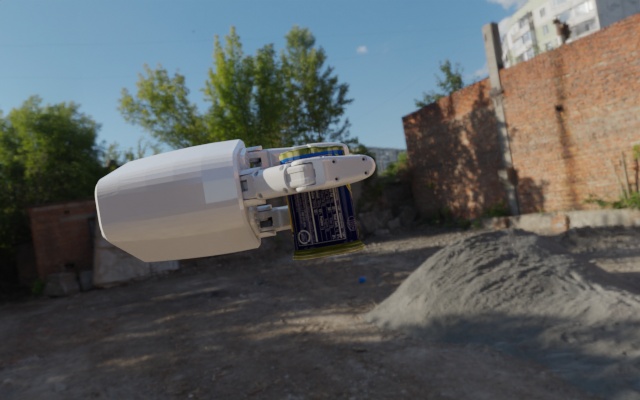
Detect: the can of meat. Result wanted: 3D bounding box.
[{"bbox_3d":[0.000,0.001,0.405,0.057,0.084,0.102,-10,-1,1],"label":"can of meat"}]
